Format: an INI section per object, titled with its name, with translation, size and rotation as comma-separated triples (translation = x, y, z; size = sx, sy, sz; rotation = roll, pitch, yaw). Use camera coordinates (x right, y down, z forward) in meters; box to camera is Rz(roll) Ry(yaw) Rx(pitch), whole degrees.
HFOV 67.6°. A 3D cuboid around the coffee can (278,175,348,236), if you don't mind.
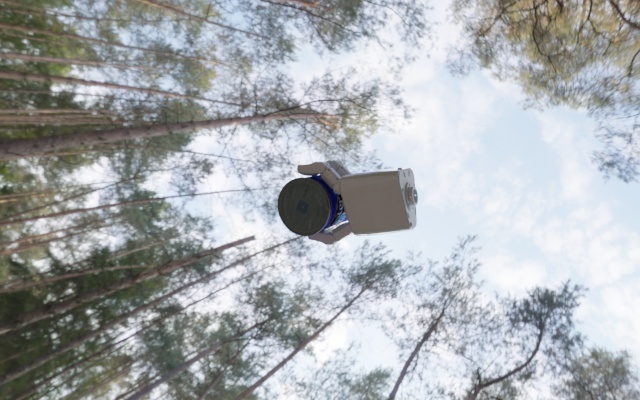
[coffee can]
translation = 0.000, 0.003, 0.886
size = 0.103, 0.103, 0.140
rotation = 0, 7, 27
